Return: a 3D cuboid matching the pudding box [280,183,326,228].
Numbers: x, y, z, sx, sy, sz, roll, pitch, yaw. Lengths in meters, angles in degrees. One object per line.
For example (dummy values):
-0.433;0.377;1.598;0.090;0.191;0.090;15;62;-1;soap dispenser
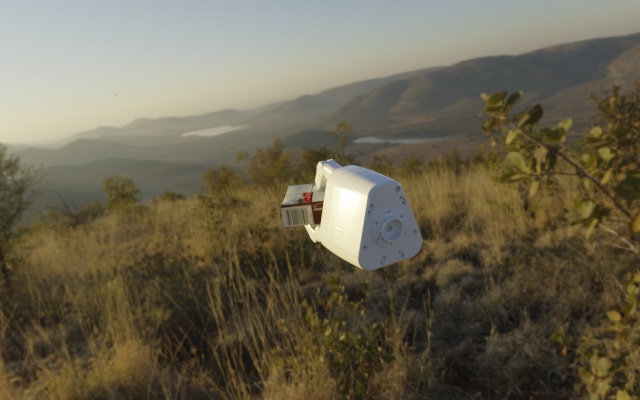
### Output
0.000;0.002;0.721;0.113;0.039;0.090;-5;20;5;pudding box
